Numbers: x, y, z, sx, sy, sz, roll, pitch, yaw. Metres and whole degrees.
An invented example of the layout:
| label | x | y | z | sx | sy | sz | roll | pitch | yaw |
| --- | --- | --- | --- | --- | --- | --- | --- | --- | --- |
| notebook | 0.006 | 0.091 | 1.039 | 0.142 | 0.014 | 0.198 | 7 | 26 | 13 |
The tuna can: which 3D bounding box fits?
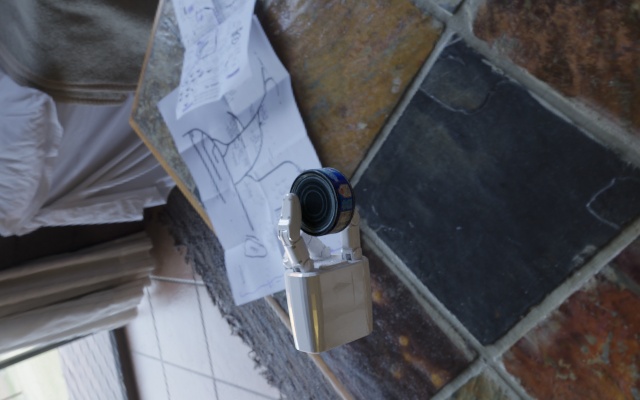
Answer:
| label | x | y | z | sx | sy | sz | roll | pitch | yaw |
| --- | --- | --- | --- | --- | --- | --- | --- | --- | --- |
| tuna can | 0.000 | 0.002 | 0.600 | 0.086 | 0.086 | 0.034 | 0 | 5 | 42 |
